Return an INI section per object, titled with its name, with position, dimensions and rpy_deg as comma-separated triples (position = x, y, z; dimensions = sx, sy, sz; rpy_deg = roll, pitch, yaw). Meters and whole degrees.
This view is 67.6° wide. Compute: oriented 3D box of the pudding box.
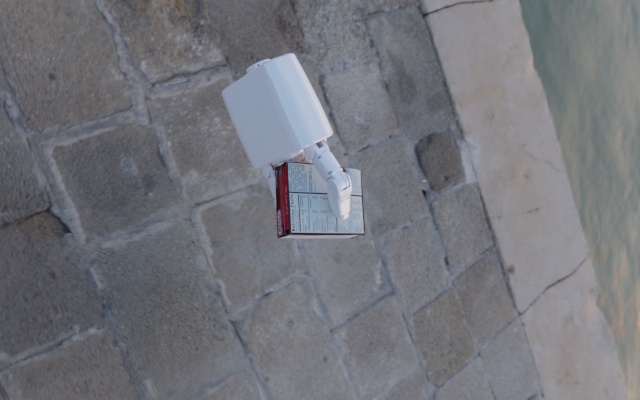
[pudding box]
position = 0.000, 0.002, 0.596
dimensions = 0.113, 0.090, 0.039
rpy_deg = 3, -10, -29
